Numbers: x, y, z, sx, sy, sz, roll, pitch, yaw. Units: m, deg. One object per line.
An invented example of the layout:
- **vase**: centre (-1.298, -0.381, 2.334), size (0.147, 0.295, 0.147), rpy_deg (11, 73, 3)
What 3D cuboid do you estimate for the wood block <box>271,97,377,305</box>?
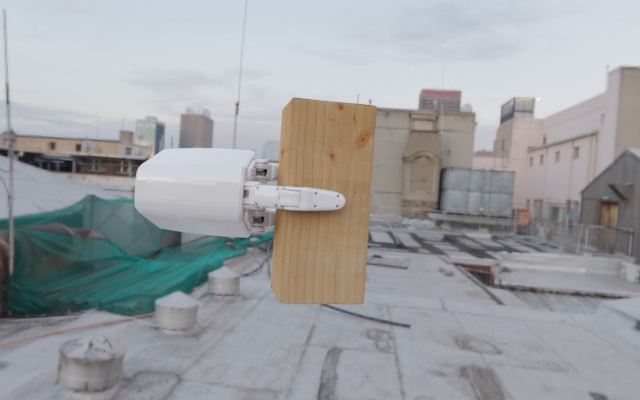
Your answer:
- **wood block**: centre (0.000, 0.002, 0.524), size (0.090, 0.206, 0.091), rpy_deg (3, 1, -12)
